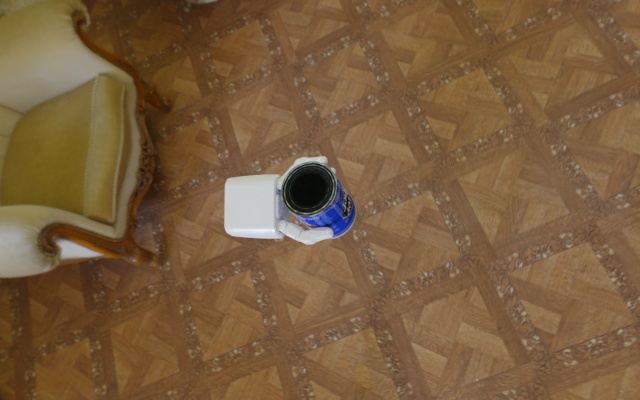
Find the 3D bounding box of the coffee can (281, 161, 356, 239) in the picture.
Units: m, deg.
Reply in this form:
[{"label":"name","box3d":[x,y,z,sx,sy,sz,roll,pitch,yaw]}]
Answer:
[{"label":"coffee can","box3d":[0.000,0.003,0.873,0.103,0.102,0.140,0,-20,18]}]
